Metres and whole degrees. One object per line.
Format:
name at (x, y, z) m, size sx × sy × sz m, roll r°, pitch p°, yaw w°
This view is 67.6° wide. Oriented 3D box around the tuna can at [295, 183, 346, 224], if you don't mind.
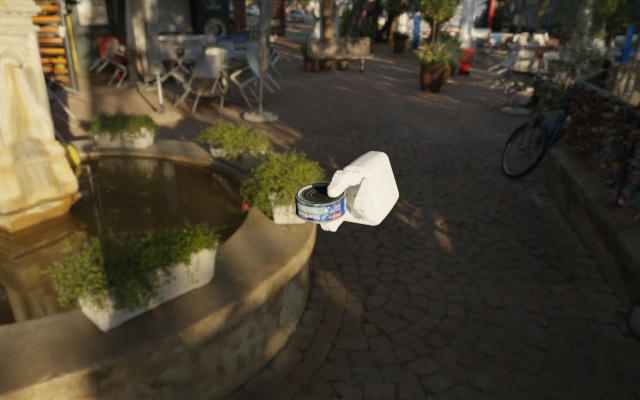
tuna can at (0.000, 0.002, 0.792) m, size 0.086 × 0.034 × 0.086 m, roll -2°, pitch 27°, yaw 1°
